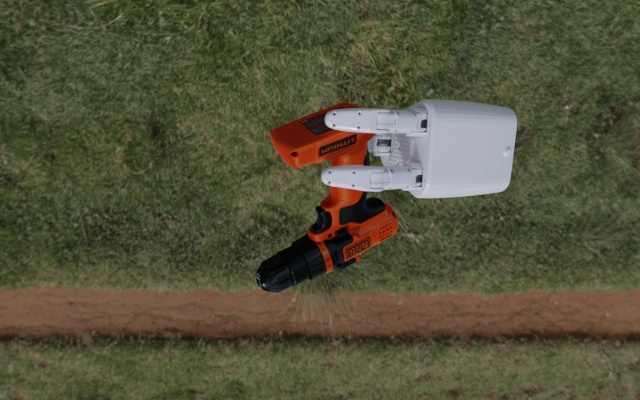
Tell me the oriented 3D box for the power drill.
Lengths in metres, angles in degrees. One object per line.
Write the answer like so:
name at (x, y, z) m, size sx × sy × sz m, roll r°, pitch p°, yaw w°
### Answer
power drill at (0.000, 0.001, 0.518) m, size 0.184 × 0.188 × 0.057 m, roll -26°, pitch 42°, yaw -20°
